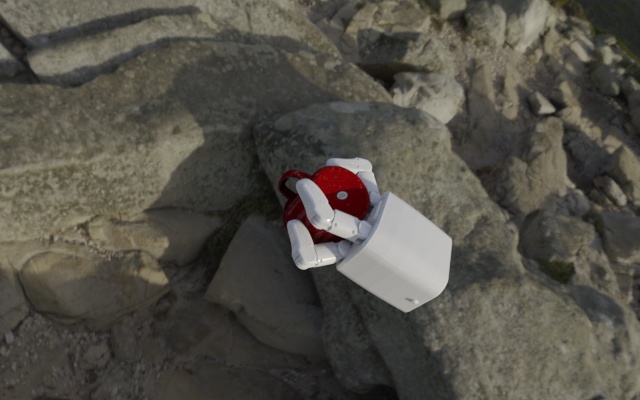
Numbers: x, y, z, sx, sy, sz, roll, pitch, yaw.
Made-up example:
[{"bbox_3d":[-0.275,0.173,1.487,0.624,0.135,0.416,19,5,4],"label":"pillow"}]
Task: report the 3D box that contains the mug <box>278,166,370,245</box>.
[{"bbox_3d":[-0.001,0.001,0.601,0.117,0.093,0.081,37,-38,-3],"label":"mug"}]
